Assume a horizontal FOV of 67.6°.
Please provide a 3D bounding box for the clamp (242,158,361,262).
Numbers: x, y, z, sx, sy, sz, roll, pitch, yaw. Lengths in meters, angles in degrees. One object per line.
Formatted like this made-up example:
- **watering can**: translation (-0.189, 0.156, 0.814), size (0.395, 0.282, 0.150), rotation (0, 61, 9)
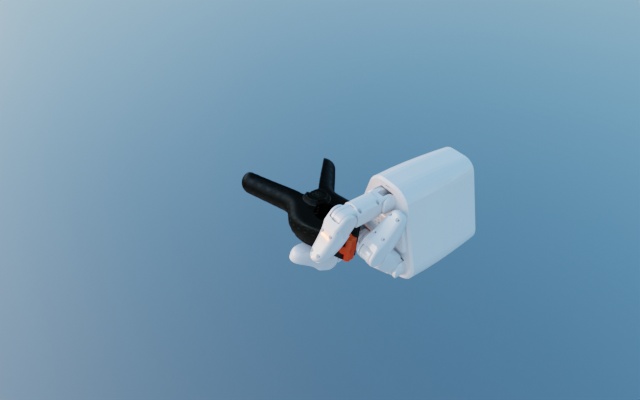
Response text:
- **clamp**: translation (0.000, 0.001, 0.542), size (0.120, 0.039, 0.171), rotation (-24, 46, -27)
